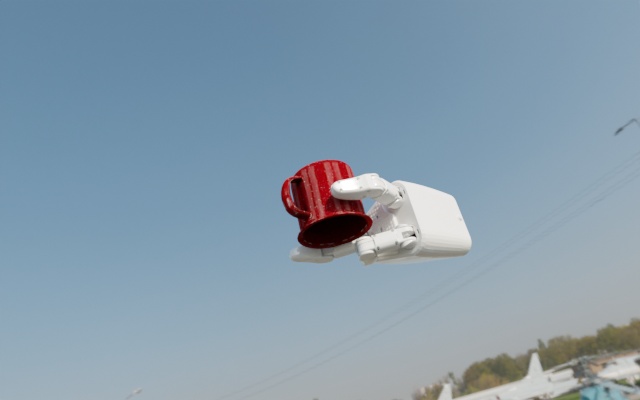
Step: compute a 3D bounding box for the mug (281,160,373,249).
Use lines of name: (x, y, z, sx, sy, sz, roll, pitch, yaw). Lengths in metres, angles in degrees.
mug: (-0.001, 0.002, 0.584, 0.117, 0.081, 0.093, 10, -36, -39)
